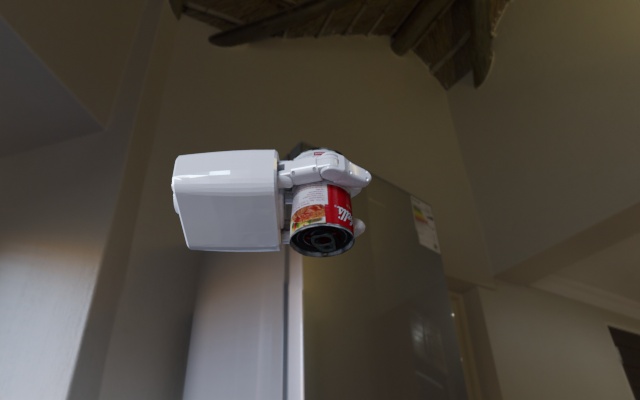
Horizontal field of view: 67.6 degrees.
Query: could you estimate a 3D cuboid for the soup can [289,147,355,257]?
[{"bbox_3d":[0.001,0.001,0.521,0.068,0.102,0.069,-1,-34,-1],"label":"soup can"}]
